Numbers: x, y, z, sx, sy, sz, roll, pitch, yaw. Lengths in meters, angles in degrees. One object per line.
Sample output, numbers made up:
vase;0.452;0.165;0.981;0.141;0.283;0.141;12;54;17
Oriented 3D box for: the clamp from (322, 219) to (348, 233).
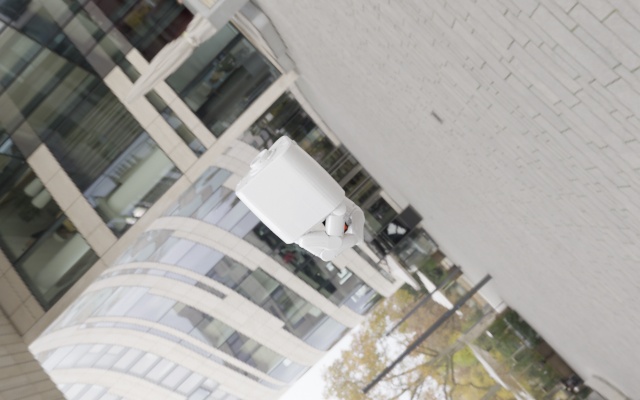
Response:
clamp;0.000;0.003;0.768;0.120;0.039;0.171;44;5;-18
